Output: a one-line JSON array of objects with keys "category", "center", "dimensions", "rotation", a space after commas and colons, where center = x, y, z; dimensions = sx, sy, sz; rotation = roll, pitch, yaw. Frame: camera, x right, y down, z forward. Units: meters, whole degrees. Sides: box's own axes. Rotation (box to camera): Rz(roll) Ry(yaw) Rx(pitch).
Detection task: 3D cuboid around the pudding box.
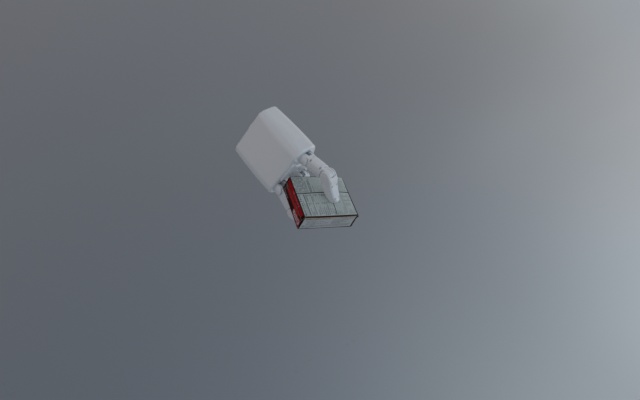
[{"category": "pudding box", "center": [0.000, 0.003, 0.837], "dimensions": [0.113, 0.090, 0.039], "rotation": [-2, -35, -29]}]
